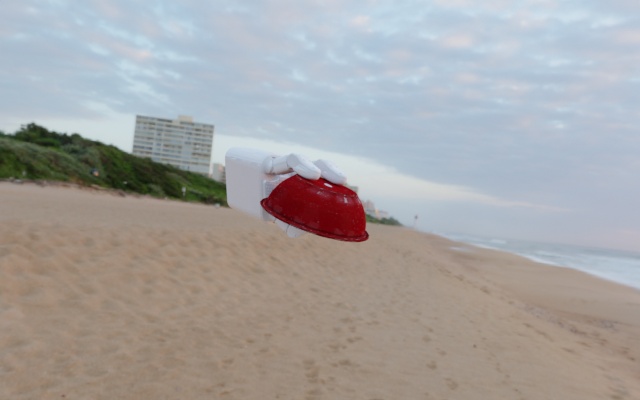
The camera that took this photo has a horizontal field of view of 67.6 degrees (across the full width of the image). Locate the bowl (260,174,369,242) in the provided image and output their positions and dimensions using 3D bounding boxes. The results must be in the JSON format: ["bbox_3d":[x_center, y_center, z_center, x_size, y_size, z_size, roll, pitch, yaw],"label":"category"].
[{"bbox_3d":[0.001,0.002,0.672,0.162,0.055,0.162,18,11,-4],"label":"bowl"}]
